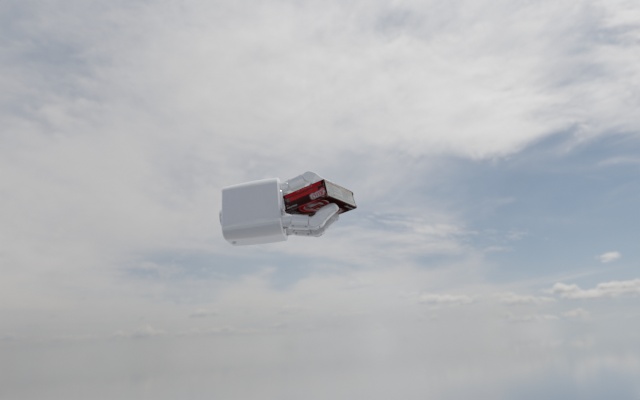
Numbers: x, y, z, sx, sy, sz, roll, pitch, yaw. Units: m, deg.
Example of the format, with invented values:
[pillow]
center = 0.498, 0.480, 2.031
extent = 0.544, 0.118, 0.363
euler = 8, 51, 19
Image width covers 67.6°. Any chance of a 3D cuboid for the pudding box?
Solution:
[pudding box]
center = 0.000, 0.003, 0.867
extent = 0.090, 0.039, 0.113
euler = -20, -19, 27
